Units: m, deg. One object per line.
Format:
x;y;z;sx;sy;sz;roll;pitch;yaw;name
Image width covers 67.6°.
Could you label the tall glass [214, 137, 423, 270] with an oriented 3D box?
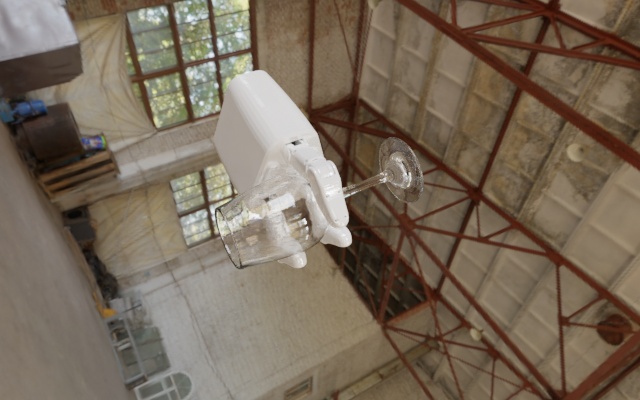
0.001;0.001;0.475;0.201;0.079;0.079;-22;8;-22;tall glass
